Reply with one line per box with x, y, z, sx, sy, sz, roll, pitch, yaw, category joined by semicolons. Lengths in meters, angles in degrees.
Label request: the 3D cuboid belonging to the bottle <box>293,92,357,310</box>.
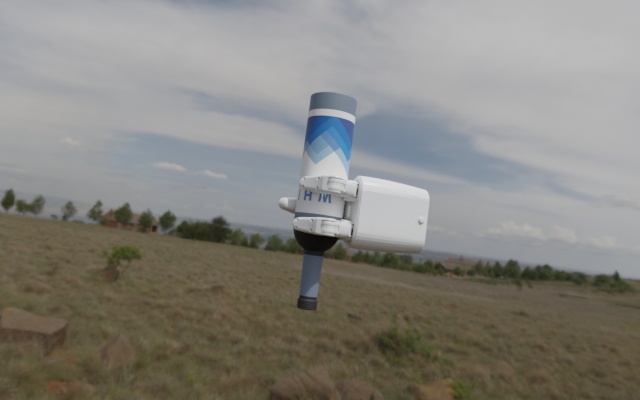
0.000;0.002;0.663;0.069;0.295;0.069;7;-4;1;bottle
